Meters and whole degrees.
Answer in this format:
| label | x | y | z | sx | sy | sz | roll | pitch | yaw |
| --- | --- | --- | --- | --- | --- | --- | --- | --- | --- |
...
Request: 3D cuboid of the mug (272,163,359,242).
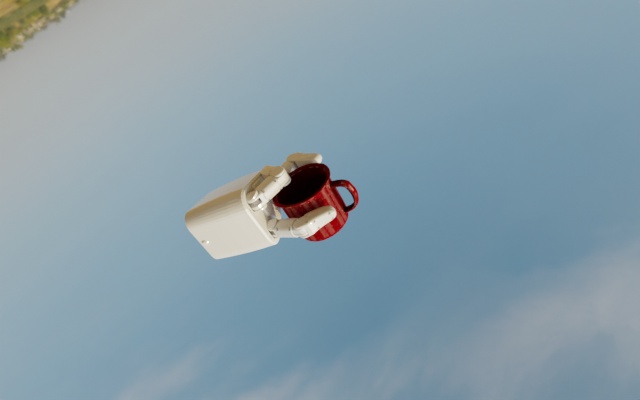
| label | x | y | z | sx | sy | sz | roll | pitch | yaw |
| --- | --- | --- | --- | --- | --- | --- | --- | --- | --- |
| mug | 0.001 | 0.002 | 0.693 | 0.117 | 0.081 | 0.093 | -16 | 36 | 23 |
